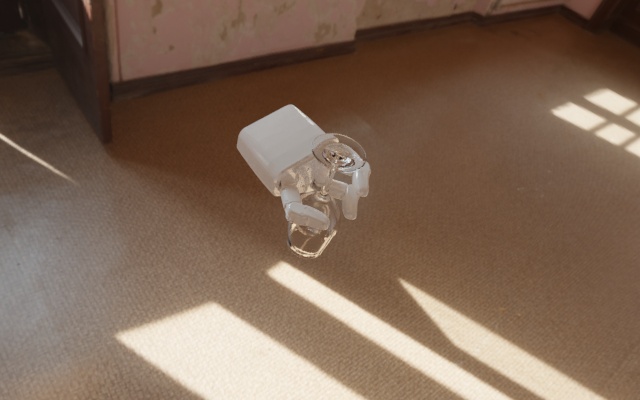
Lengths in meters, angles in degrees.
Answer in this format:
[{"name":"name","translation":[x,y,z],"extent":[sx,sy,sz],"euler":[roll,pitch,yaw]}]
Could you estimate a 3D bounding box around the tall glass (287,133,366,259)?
[{"name":"tall glass","translation":[0.000,0.002,0.691],"extent":[0.079,0.079,0.201],"euler":[0,-42,-19]}]
